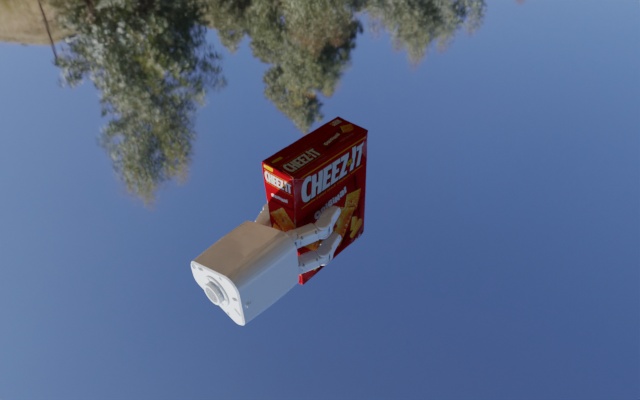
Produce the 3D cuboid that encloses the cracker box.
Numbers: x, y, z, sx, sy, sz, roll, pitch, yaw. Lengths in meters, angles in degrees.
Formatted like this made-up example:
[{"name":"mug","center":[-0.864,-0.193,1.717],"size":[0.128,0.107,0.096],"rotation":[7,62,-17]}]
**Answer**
[{"name":"cracker box","center":[0.000,0.003,0.747],"size":[0.072,0.214,0.164],"rotation":[29,49,32]}]
